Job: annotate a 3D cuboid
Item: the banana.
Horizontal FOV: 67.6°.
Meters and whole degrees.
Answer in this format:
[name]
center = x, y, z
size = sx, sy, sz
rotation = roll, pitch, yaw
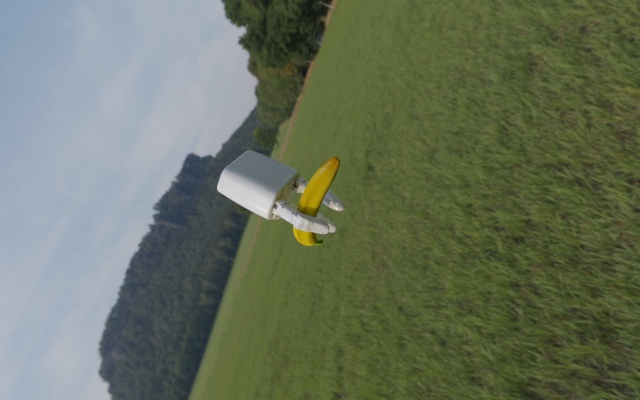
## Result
[banana]
center = -0.012, 0.013, 0.819
size = 0.037, 0.198, 0.069
rotation = 35, 44, 24
